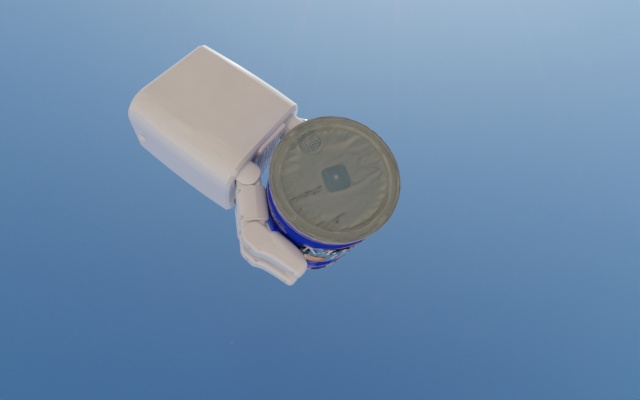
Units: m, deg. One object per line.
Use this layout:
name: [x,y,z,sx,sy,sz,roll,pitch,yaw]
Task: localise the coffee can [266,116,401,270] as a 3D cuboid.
coffee can: [0.000,0.001,0.428,0.103,0.102,0.140,0,-16,-11]
